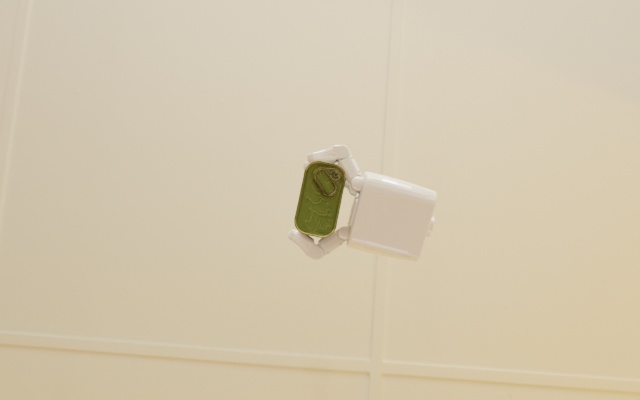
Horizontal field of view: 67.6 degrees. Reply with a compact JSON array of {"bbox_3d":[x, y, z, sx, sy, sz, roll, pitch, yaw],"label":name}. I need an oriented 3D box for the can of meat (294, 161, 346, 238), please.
[{"bbox_3d":[0.000,0.002,0.681,0.057,0.102,0.084,11,-6,2],"label":"can of meat"}]
